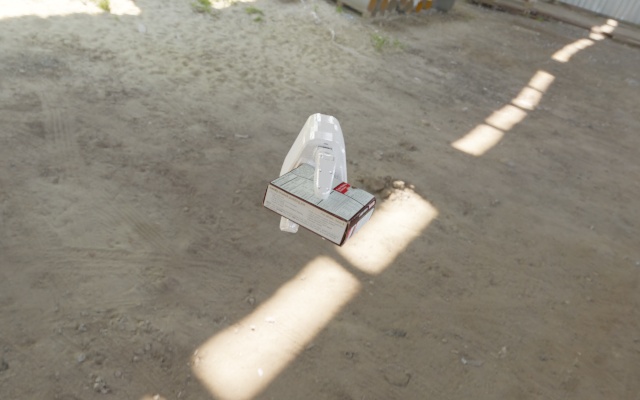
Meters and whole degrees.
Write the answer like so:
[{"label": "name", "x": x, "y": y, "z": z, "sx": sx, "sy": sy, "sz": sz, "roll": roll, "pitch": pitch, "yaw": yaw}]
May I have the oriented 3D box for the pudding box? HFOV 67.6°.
[{"label": "pudding box", "x": 0.000, "y": 0.002, "z": 0.581, "sx": 0.113, "sy": 0.039, "sz": 0.090, "roll": 25, "pitch": 30, "yaw": 18}]
